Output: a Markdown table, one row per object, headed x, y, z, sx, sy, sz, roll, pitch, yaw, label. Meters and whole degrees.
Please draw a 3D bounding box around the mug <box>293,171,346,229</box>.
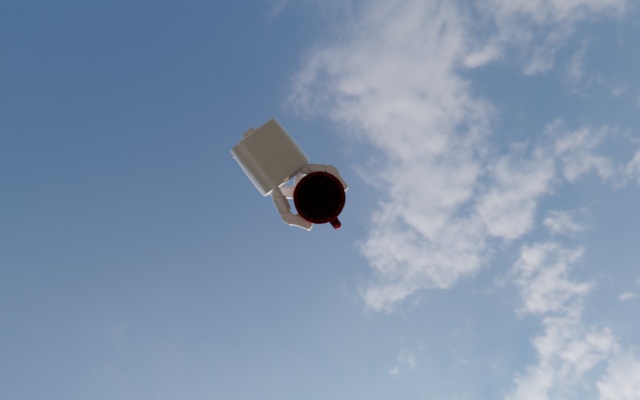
| x | y | z | sx | sy | sz | roll | pitch | yaw | label |
| --- | --- | --- | --- | --- | --- | --- | --- | --- | --- |
| 0.001 | 0.004 | 0.877 | 0.093 | 0.117 | 0.081 | -39 | 7 | -5 | mug |
